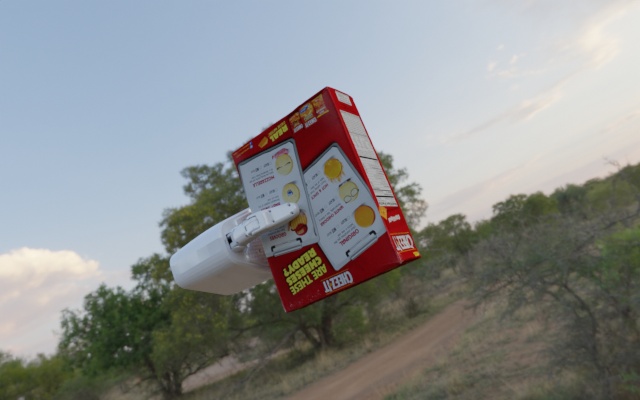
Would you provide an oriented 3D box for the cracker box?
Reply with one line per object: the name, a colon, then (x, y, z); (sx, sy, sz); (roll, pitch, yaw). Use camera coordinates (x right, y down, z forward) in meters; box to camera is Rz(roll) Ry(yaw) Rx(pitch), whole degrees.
cracker box: (0.000, 0.002, 0.569); (0.164, 0.213, 0.072); (-29, -15, 30)
